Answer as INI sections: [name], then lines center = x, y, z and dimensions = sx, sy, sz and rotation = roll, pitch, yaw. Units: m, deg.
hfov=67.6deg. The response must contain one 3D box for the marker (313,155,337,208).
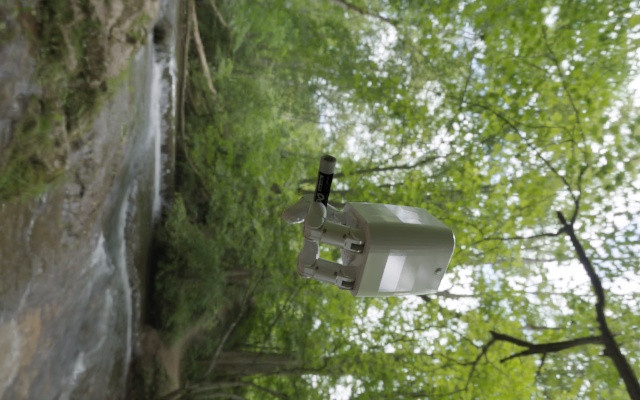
[marker]
center = 0.000, 0.002, 0.577
dimensions = 0.020, 0.121, 0.020
rotation = 8, 33, -5
